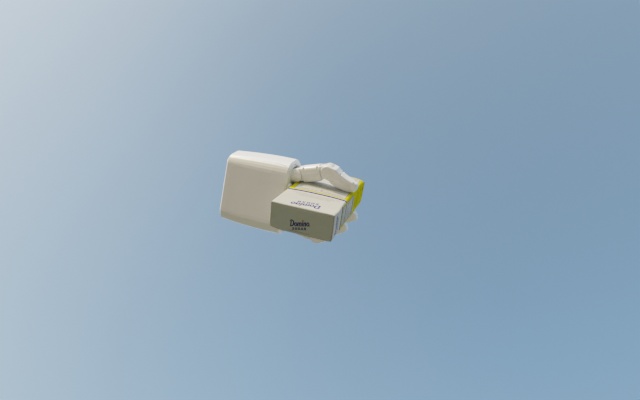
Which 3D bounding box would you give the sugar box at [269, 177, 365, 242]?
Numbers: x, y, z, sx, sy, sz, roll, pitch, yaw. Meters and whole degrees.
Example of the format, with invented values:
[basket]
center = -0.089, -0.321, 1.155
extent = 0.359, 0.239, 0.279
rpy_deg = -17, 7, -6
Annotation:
[sugar box]
center = 0.000, 0.003, 0.714
extent = 0.093, 0.048, 0.176
rpy_deg = 13, 24, 15
